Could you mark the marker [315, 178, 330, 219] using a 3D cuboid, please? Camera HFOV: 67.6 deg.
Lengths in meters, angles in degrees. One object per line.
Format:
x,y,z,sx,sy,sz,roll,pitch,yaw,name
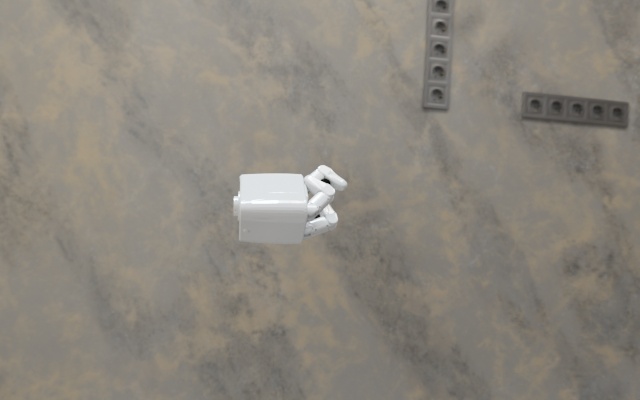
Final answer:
0.000,0.003,0.867,0.020,0.020,0.121,0,-38,-11,marker
